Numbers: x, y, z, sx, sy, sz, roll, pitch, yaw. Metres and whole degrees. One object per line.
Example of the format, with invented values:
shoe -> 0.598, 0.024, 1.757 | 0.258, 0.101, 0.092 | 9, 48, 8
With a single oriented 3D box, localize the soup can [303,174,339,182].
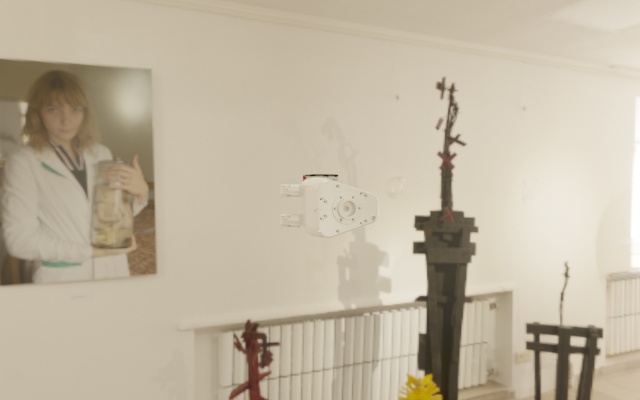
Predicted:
soup can -> 0.000, 0.003, 0.881 | 0.068, 0.102, 0.068 | 0, 2, 0
